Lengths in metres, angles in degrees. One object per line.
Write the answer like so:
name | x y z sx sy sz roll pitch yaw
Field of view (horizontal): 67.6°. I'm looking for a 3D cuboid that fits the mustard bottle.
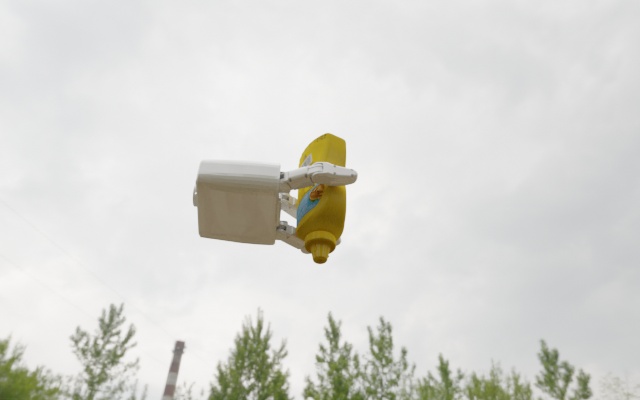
mustard bottle | 0.000 0.002 0.660 0.058 0.191 0.096 22 -44 -23
